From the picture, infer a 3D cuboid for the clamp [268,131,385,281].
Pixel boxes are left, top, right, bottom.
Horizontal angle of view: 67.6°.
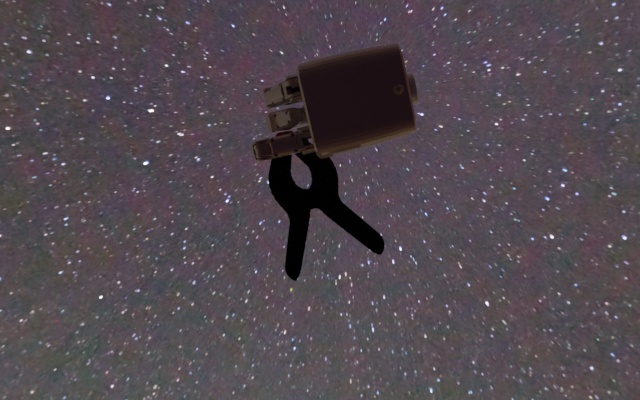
[{"bbox_3d":[0.000,0.001,0.535,0.120,0.171,0.039,-12,11,11],"label":"clamp"}]
